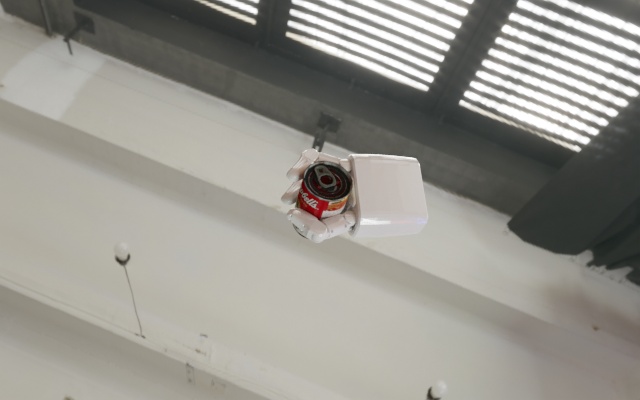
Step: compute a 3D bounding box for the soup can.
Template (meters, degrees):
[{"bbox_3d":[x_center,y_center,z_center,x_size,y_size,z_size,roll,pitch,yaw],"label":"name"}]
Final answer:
[{"bbox_3d":[0.000,0.002,0.673,0.068,0.068,0.102,0,-36,-15],"label":"soup can"}]
